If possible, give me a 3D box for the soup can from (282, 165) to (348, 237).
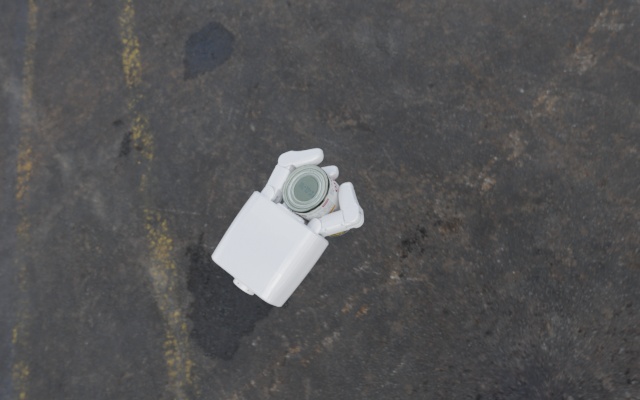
[{"bbox_3d":[0.000,0.002,0.644,0.068,0.068,0.102,0,-21,26],"label":"soup can"}]
